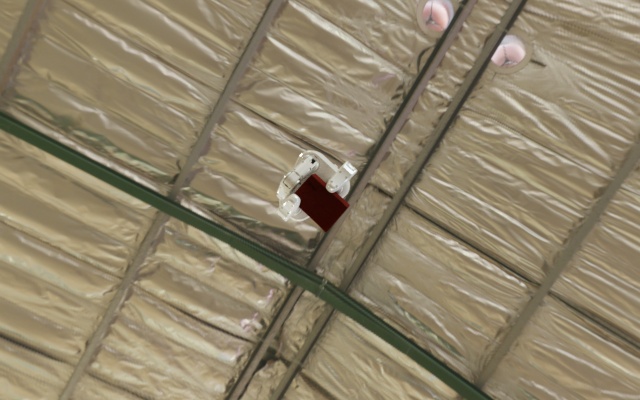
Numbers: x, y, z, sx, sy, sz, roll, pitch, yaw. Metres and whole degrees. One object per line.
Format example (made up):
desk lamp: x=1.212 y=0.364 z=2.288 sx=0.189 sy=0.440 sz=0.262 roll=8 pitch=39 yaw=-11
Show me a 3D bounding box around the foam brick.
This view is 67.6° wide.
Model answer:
foam brick: x=0.000 y=0.003 z=0.740 sx=0.078 sy=0.053 sz=0.051 roll=43 pitch=8 yaw=2
